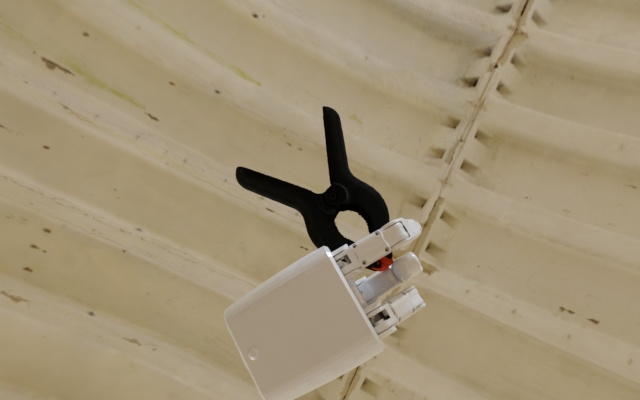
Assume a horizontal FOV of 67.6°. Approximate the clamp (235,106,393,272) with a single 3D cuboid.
[{"bbox_3d":[0.000,0.002,0.458,0.120,0.171,0.039,-30,-17,-2],"label":"clamp"}]
